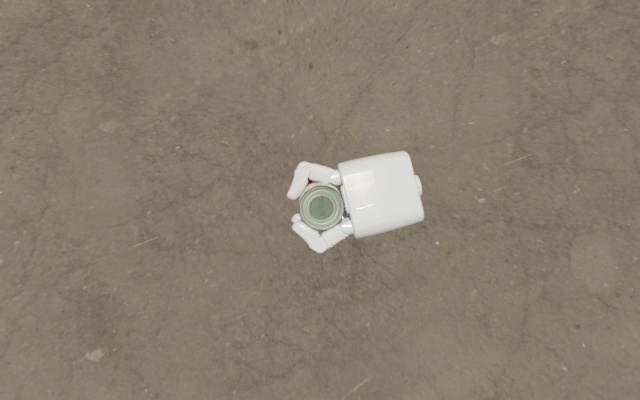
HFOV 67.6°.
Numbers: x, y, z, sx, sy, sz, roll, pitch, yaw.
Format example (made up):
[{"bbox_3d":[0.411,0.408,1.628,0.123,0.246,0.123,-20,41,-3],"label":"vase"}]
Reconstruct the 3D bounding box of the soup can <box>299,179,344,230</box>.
[{"bbox_3d":[0.000,0.002,0.735,0.068,0.068,0.102,0,11,-2],"label":"soup can"}]
